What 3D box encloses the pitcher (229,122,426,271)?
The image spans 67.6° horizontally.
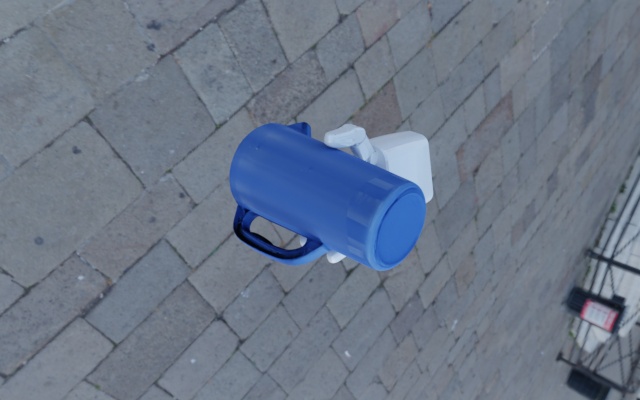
[{"bbox_3d":[0.000,0.002,0.604,0.145,0.149,0.242,-19,33,-41],"label":"pitcher"}]
